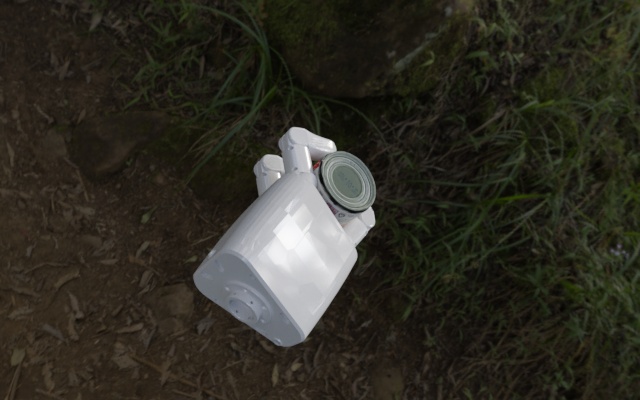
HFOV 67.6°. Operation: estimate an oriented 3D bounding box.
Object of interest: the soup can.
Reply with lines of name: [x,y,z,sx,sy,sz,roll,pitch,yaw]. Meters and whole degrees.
soup can: [0.001,0.001,0.494,0.068,0.068,0.102,0,-25,-37]
